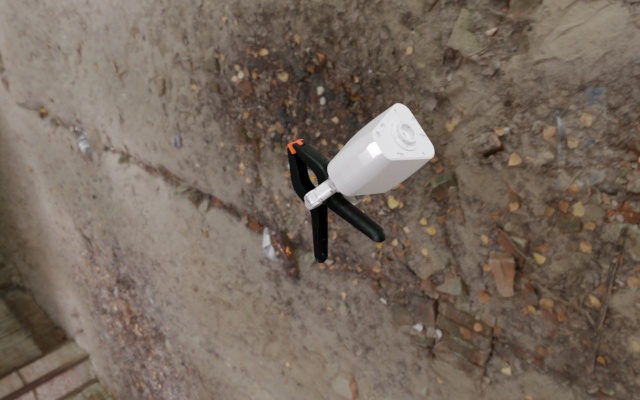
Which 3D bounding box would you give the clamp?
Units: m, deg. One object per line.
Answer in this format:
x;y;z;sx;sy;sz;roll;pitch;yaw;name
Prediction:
-0.001;0.002;0.780;0.036;0.210;0.165;-27;-7;-42;clamp
